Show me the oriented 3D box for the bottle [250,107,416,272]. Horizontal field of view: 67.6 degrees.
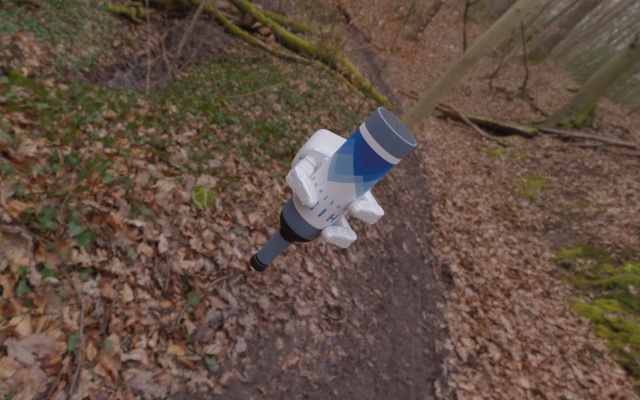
[{"bbox_3d":[0.000,0.002,0.651,0.296,0.069,0.069,-45,-23,25],"label":"bottle"}]
